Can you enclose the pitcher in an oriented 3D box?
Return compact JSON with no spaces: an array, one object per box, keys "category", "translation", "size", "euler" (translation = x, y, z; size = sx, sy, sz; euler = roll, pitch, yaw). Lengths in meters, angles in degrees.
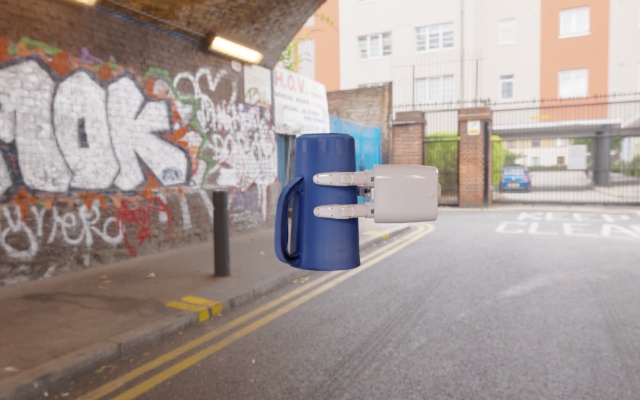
[{"category":"pitcher","translation":[0.000,0.003,0.861],"size":[0.145,0.243,0.149],"euler":[0,4,7]}]
